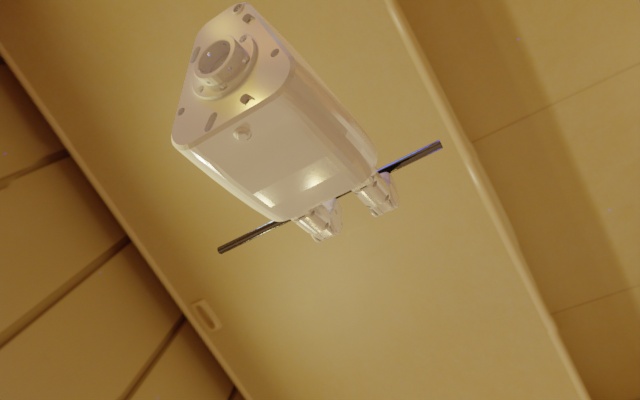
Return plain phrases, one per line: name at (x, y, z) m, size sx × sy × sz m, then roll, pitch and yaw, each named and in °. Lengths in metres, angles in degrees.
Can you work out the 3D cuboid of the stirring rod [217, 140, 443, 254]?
stirring rod at (0.000, 0.001, 0.445) m, size 0.239 × 0.011 × 0.011 m, roll -26°, pitch -9°, yaw 19°
